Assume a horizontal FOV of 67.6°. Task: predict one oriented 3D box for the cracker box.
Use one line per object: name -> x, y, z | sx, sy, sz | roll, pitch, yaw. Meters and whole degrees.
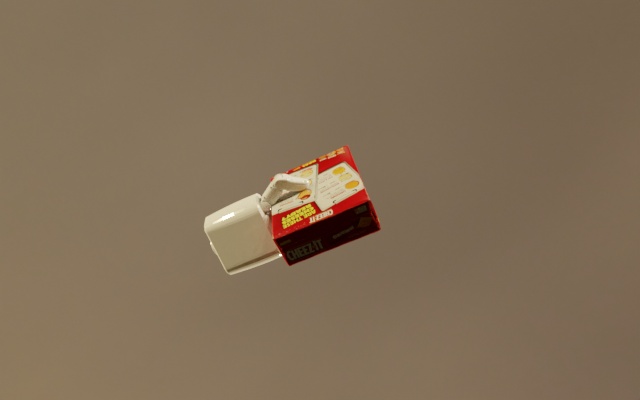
cracker box -> 0.000, 0.002, 0.832 | 0.164, 0.072, 0.213 | -23, 30, 6
